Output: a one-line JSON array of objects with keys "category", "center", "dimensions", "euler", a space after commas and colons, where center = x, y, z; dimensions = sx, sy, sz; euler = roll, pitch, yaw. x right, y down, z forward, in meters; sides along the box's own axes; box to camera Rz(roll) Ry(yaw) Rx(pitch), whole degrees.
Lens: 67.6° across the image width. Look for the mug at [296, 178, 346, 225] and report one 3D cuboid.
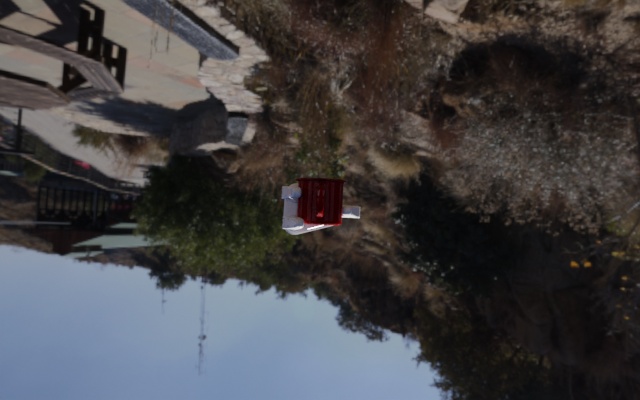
[{"category": "mug", "center": [0.000, 0.003, 0.856], "dimensions": [0.093, 0.081, 0.117], "euler": [3, -2, -3]}]
